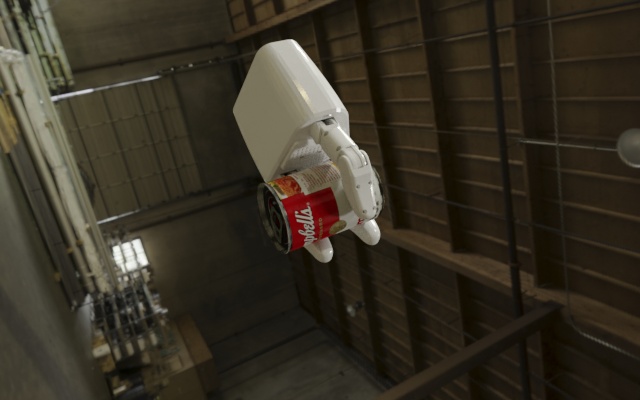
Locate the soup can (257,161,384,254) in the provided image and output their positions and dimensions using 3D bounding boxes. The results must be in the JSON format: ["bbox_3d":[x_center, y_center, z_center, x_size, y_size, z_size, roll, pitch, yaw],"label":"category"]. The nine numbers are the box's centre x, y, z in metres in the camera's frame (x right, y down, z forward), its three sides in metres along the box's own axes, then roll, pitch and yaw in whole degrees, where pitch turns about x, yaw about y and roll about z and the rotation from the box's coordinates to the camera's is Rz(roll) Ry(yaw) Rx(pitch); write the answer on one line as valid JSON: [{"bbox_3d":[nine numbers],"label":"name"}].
[{"bbox_3d":[0.001,0.002,0.452,0.102,0.068,0.068,-19,7,-23],"label":"soup can"}]
